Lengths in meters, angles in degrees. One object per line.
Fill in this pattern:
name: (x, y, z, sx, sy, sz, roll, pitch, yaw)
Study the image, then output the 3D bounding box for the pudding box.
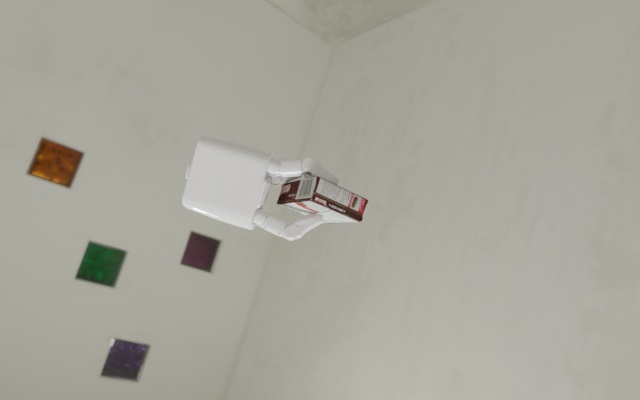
pudding box: (0.000, 0.002, 0.697, 0.090, 0.039, 0.113, 23, -13, -26)
